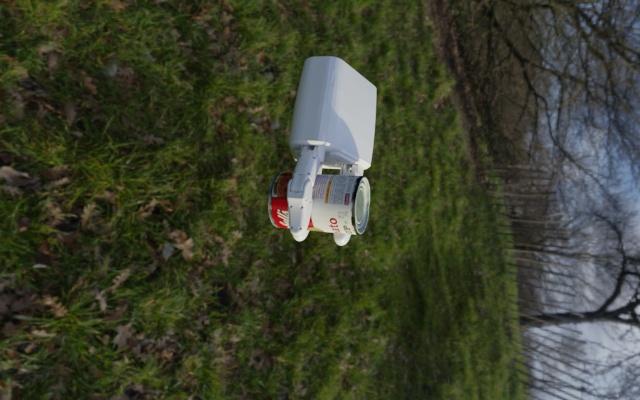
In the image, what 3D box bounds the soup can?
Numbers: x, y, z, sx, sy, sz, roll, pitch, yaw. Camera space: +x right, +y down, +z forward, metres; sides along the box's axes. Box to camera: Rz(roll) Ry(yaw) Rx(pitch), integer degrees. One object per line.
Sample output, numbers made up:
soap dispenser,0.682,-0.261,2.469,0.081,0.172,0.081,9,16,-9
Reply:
soup can,0.000,0.002,0.549,0.102,0.068,0.068,4,1,20
